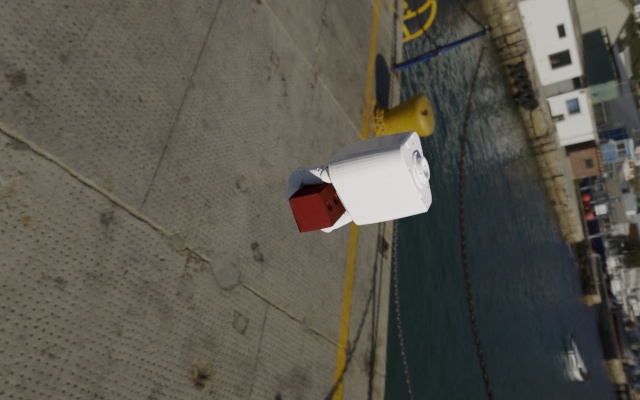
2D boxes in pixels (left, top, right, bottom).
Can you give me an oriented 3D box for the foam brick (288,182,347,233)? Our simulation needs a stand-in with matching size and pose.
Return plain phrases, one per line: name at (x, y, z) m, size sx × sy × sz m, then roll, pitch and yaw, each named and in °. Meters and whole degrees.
foam brick at (0.000, 0.002, 0.668) m, size 0.051 × 0.053 × 0.078 m, roll -10°, pitch 19°, yaw 29°
